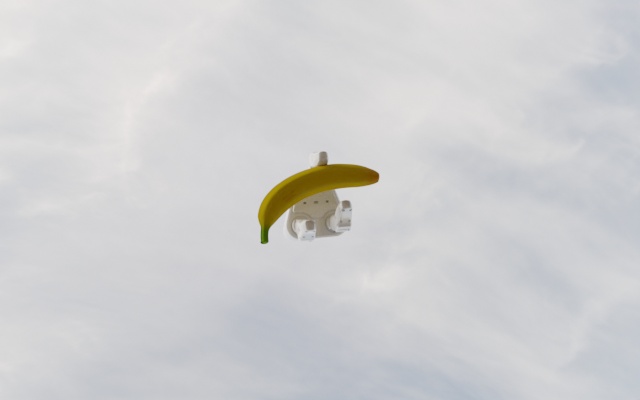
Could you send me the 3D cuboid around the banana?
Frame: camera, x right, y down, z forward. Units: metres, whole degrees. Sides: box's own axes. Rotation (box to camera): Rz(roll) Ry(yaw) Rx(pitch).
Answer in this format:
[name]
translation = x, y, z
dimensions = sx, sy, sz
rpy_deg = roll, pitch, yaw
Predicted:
[banana]
translation = -0.012, -0.012, 0.674
dimensions = 0.198, 0.069, 0.037
rpy_deg = -29, -8, -14
